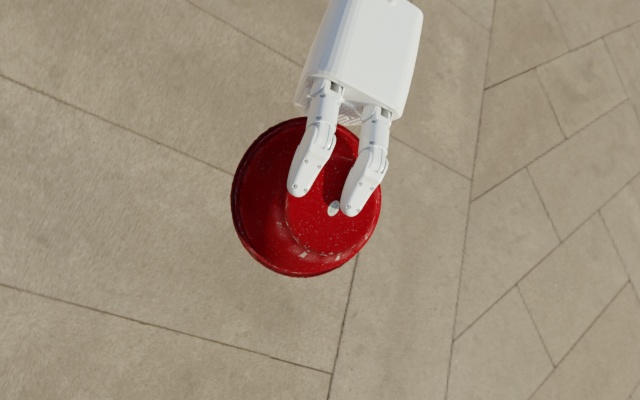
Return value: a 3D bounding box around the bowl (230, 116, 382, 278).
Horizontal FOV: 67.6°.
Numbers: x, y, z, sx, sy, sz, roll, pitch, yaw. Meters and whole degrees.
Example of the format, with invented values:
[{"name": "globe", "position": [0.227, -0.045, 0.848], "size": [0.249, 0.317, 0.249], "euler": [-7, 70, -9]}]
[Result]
[{"name": "bowl", "position": [0.000, 0.003, 0.452], "size": [0.162, 0.162, 0.055], "euler": [0, 8, -25]}]
